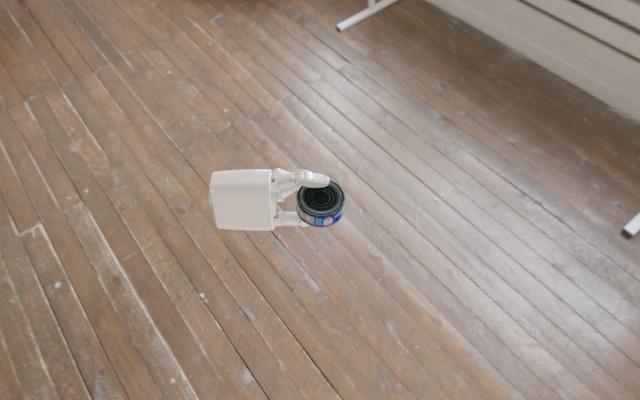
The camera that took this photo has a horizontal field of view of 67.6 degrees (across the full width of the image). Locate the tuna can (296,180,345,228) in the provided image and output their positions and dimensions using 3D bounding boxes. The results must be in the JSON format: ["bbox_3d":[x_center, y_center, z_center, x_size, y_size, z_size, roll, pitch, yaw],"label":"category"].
[{"bbox_3d":[0.000,0.002,0.834,0.086,0.086,0.034,0,-37,-3],"label":"tuna can"}]
